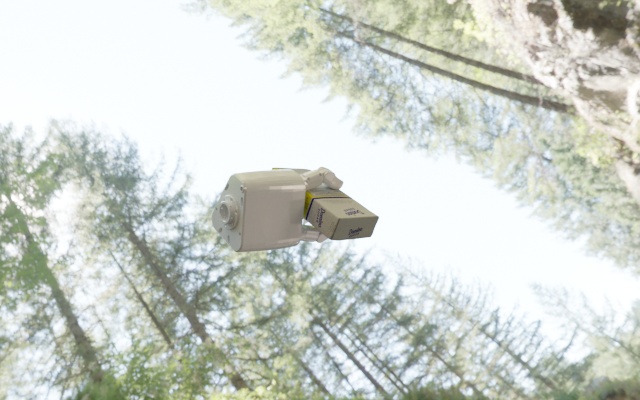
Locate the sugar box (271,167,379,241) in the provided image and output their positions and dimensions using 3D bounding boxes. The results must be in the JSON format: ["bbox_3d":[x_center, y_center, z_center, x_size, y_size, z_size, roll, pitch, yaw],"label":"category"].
[{"bbox_3d":[0.000,0.003,0.769,0.093,0.048,0.176,0,30,-43],"label":"sugar box"}]
